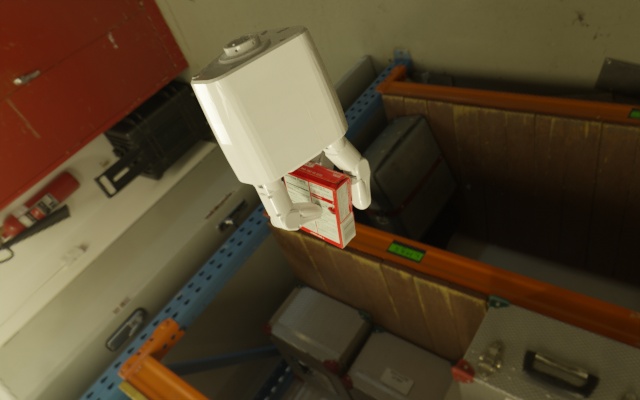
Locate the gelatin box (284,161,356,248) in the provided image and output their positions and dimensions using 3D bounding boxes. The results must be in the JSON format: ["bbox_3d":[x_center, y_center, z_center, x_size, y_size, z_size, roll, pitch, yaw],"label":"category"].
[{"bbox_3d":[0.000,0.002,0.531,0.073,0.089,0.030,23,49,33],"label":"gelatin box"}]
